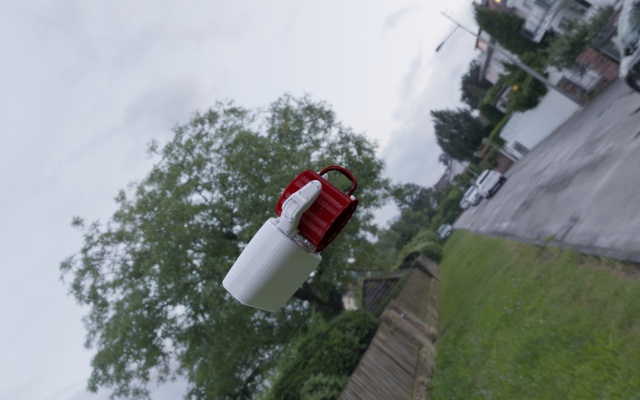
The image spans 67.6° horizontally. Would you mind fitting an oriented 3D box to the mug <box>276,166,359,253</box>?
[{"bbox_3d":[0.001,0.001,0.662,0.081,0.117,0.093,38,-1,13],"label":"mug"}]
